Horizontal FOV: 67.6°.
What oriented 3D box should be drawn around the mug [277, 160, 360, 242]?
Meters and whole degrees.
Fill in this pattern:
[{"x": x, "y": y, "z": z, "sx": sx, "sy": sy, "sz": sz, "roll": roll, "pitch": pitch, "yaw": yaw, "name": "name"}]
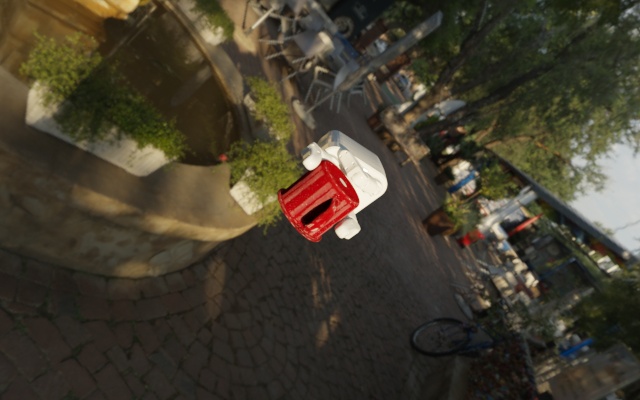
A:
[{"x": 0.000, "y": 0.003, "z": 0.655, "sx": 0.081, "sy": 0.093, "sz": 0.117, "roll": -38, "pitch": 18, "yaw": 17, "name": "mug"}]
